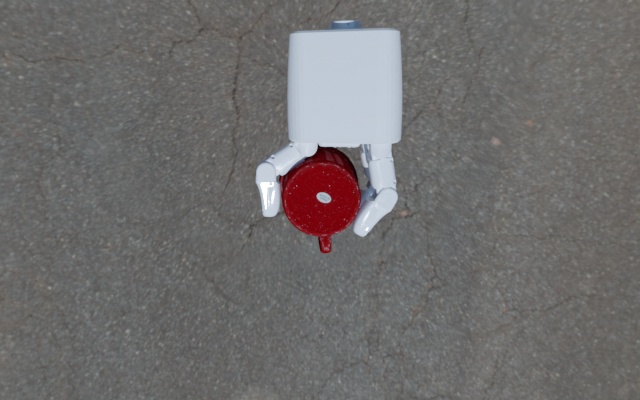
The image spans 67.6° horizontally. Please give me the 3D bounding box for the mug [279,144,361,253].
[{"bbox_3d":[0.000,0.003,0.524,0.093,0.117,0.081,-3,14,-2],"label":"mug"}]
